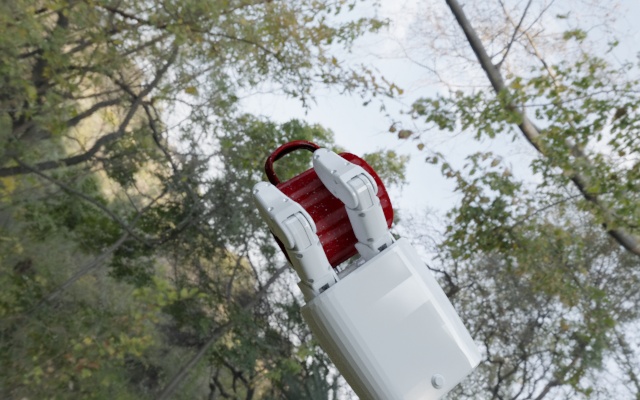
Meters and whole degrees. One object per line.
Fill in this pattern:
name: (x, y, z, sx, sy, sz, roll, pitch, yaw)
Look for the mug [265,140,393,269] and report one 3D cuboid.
mug: (-0.001, 0.000, 0.405, 0.081, 0.117, 0.093, -30, -8, -20)
